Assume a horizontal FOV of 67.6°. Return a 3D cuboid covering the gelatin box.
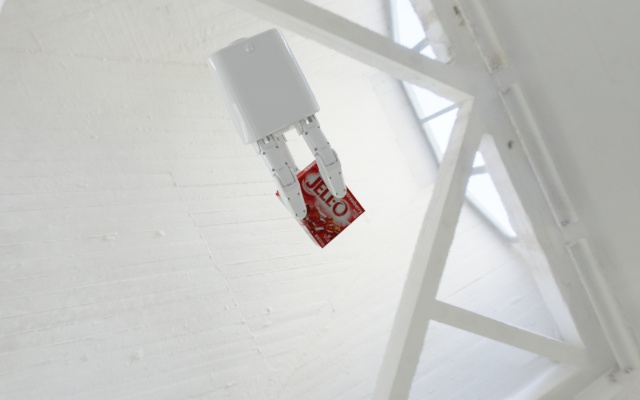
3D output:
[{"bbox_3d":[0.000,0.002,0.584,0.073,0.089,0.030,-40,15,-11],"label":"gelatin box"}]
